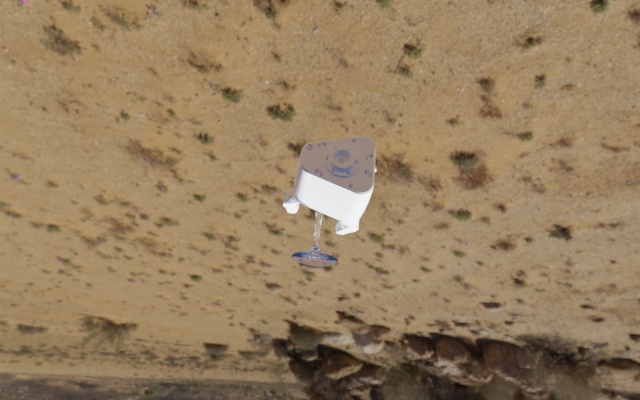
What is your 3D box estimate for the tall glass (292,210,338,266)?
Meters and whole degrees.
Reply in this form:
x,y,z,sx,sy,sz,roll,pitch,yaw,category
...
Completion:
x,y,z,sx,sy,sz,roll,pitch,yaw,category
0.000,0.003,0.799,0.079,0.201,0.079,5,-23,2,tall glass
